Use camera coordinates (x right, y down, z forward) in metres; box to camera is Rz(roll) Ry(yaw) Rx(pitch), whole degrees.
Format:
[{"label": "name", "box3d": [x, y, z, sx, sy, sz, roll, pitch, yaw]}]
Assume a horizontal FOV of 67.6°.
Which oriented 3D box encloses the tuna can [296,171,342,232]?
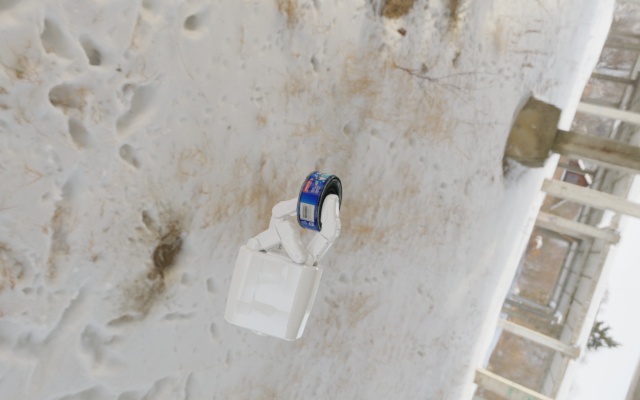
[{"label": "tuna can", "box3d": [0.001, 0.002, 0.688, 0.034, 0.086, 0.086, 13, 5, 23]}]
